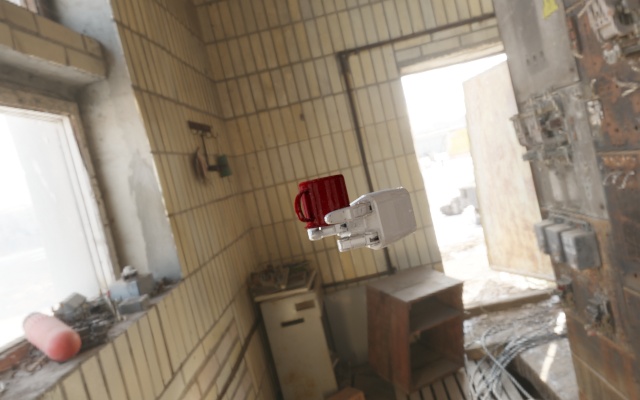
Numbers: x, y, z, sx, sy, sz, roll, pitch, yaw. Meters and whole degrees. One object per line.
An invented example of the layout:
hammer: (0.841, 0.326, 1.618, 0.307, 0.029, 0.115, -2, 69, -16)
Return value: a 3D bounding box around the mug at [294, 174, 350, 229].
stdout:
mug: (-0.001, 0.003, 0.828, 0.117, 0.081, 0.093, -14, 2, -42)
